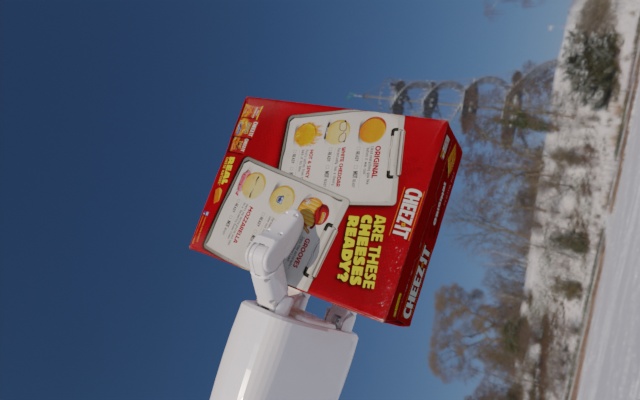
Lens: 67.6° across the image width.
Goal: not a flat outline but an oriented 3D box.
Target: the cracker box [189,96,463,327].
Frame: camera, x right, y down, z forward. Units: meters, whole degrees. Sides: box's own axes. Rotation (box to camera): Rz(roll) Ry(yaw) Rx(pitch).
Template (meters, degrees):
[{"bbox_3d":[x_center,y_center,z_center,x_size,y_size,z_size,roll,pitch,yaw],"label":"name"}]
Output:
[{"bbox_3d":[0.000,0.001,0.438,0.213,0.164,0.072,14,-10,32],"label":"cracker box"}]
